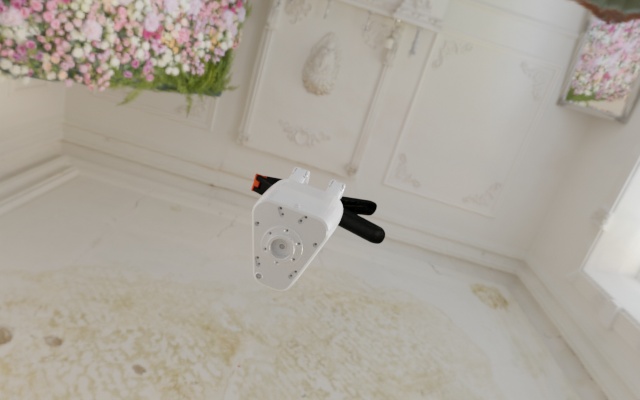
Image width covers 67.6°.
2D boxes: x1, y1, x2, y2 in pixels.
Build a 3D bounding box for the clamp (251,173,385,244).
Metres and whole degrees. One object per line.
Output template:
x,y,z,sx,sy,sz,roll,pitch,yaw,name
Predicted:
-0.001,0.003,0.734,0.210,0.036,0.164,19,13,4,clamp
